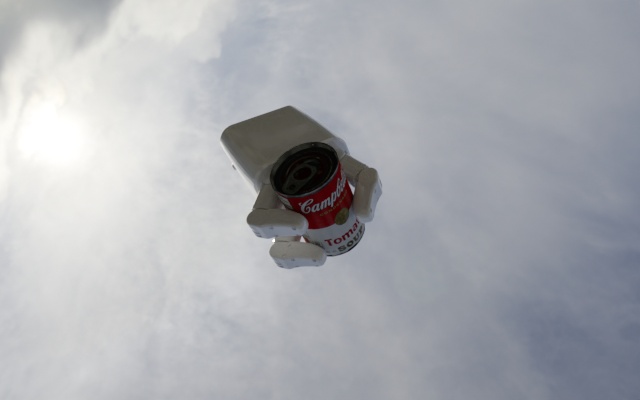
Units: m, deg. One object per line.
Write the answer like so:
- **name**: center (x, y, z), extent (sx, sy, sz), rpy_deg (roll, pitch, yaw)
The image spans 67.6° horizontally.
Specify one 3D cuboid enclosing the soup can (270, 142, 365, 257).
- **soup can**: center (0.001, 0.002, 0.476), extent (0.068, 0.068, 0.102), rpy_deg (0, -39, 24)
